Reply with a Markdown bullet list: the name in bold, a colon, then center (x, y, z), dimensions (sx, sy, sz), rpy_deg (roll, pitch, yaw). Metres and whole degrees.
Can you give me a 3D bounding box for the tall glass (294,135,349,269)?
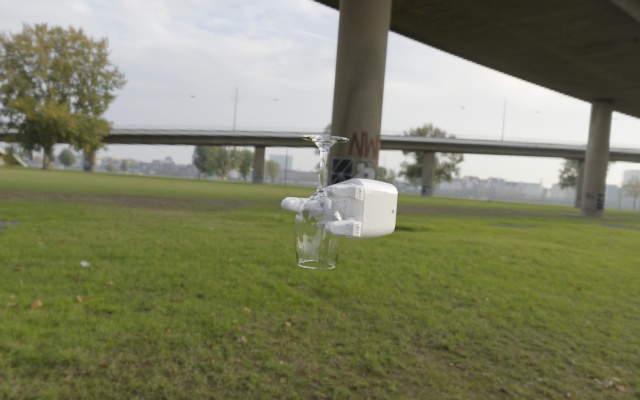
- **tall glass**: center (0.000, 0.002, 0.745), dimensions (0.079, 0.201, 0.079), rpy_deg (4, 2, 0)
